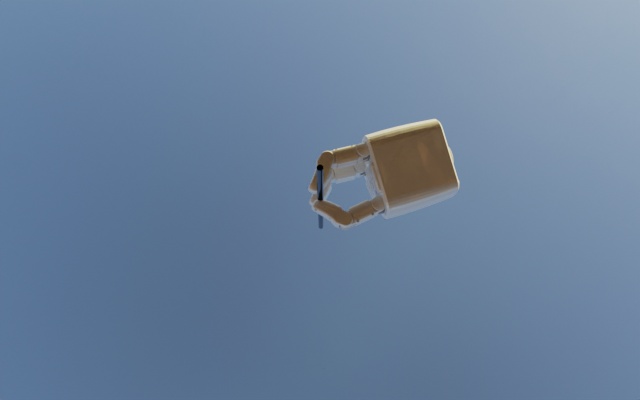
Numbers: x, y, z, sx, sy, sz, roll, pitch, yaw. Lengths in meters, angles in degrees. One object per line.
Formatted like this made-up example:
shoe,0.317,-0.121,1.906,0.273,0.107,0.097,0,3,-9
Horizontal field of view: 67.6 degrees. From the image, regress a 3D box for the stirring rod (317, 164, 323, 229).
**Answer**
stirring rod,0.000,0.002,0.662,0.011,0.011,0.240,0,-19,0
